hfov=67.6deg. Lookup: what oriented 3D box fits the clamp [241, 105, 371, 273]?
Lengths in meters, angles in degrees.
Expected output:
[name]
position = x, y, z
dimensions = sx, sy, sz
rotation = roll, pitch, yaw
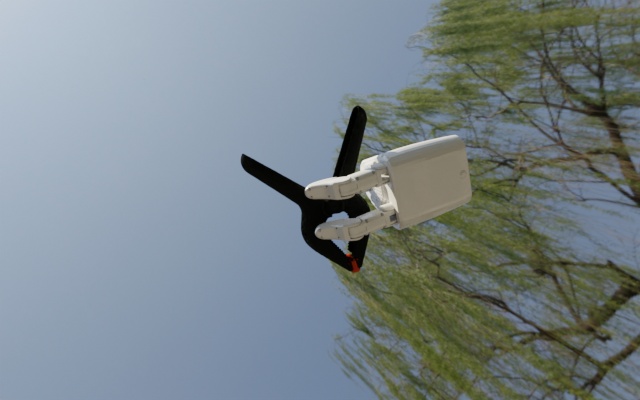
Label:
[clamp]
position = 0.000, 0.002, 0.606
dimensions = 0.164, 0.210, 0.036
rotation = -17, 19, -10
